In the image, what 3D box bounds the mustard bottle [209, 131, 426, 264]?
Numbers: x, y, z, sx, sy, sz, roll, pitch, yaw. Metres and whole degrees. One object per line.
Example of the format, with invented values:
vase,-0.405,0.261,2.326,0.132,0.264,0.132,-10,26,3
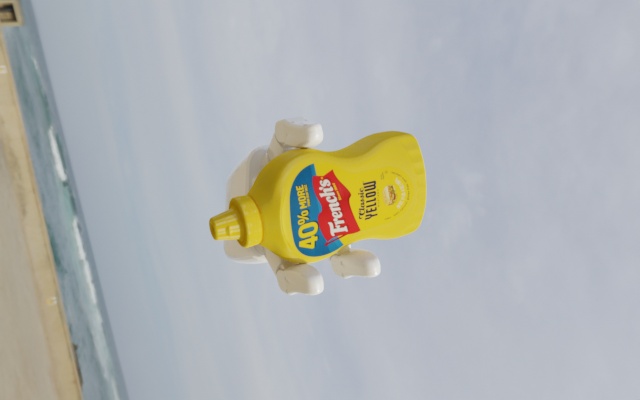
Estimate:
mustard bottle,0.000,0.001,0.407,0.191,0.096,0.058,-14,21,-26
